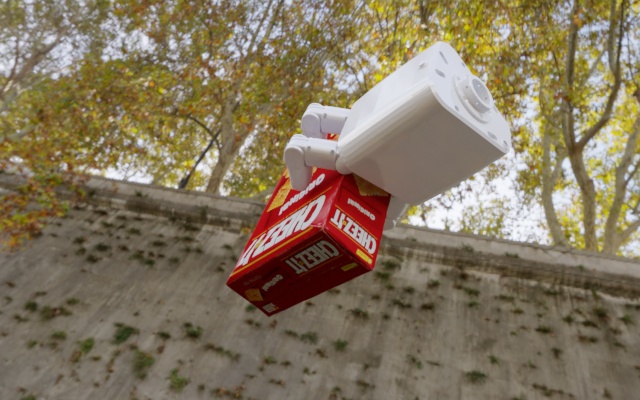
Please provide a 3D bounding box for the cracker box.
[{"bbox_3d":[0.000,0.002,0.523,0.072,0.213,0.164,40,-46,-18],"label":"cracker box"}]
